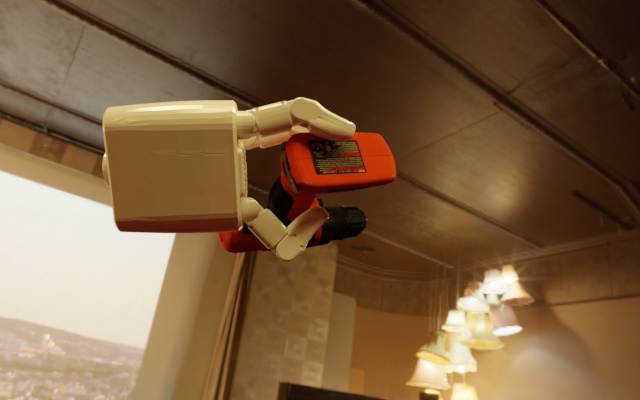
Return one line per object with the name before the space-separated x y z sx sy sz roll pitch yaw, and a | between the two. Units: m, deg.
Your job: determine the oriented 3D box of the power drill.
power drill | 0.000 0.001 0.503 0.184 0.057 0.188 -6 -25 -28
